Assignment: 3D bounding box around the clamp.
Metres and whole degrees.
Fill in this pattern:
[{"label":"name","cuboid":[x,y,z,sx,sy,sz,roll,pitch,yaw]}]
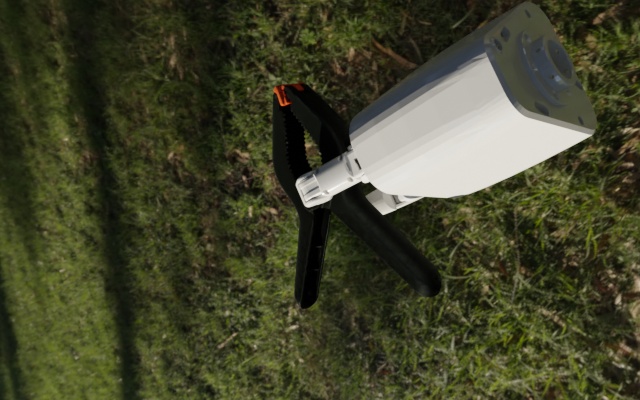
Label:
[{"label":"clamp","cuboid":[-0.001,0.001,0.423,0.036,0.210,0.164,-19,-6,-45]}]
